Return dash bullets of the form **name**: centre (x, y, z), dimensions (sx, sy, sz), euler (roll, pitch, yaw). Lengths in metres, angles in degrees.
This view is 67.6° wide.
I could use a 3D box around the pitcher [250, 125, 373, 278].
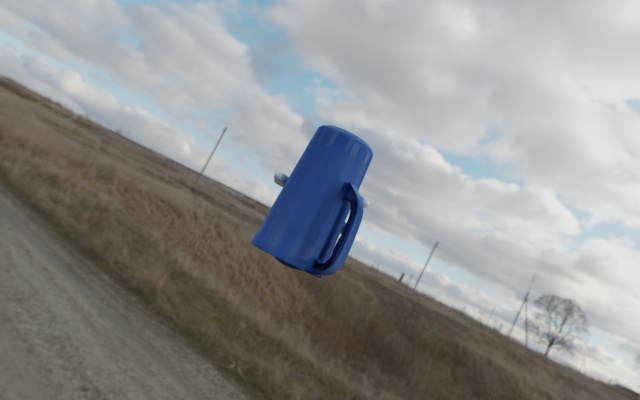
- **pitcher**: centre (0.000, 0.003, 0.807), dimensions (0.149, 0.243, 0.145), euler (27, -5, -1)
